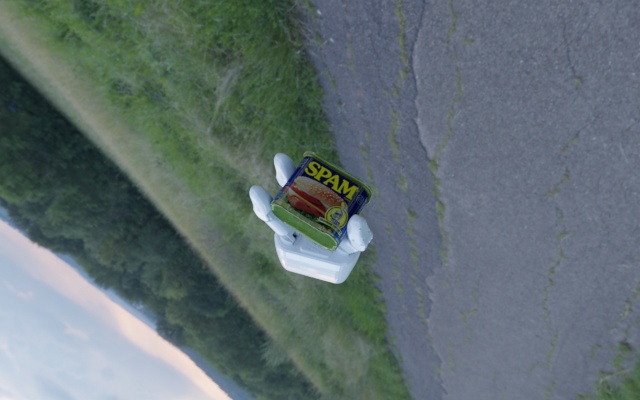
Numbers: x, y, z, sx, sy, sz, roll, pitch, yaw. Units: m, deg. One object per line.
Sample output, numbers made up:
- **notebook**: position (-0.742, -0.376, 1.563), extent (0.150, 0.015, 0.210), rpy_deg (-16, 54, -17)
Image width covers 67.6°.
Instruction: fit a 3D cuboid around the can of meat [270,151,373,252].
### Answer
- **can of meat**: position (0.000, 0.002, 0.593), extent (0.102, 0.084, 0.057), rpy_deg (31, -22, 8)
